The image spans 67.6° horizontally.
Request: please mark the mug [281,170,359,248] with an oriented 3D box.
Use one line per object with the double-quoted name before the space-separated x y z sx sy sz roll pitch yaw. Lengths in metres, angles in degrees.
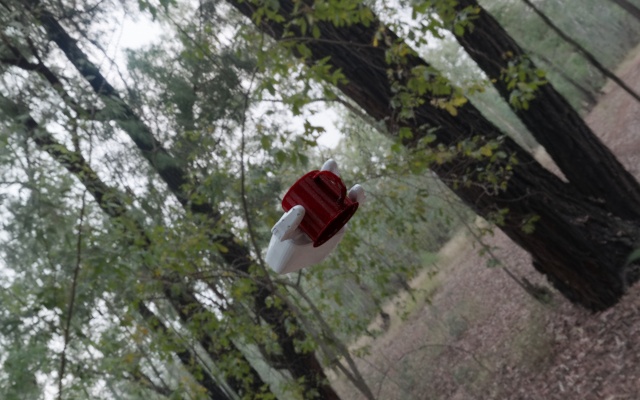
"mug" 0.000 0.001 0.700 0.093 0.081 0.117 -34 -18 -37
